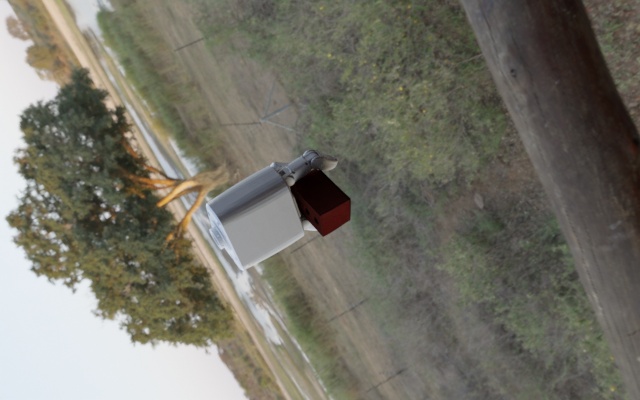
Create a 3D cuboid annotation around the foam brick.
[{"bbox_3d":[0.000,0.002,0.682,0.051,0.053,0.078,-31,55,-19],"label":"foam brick"}]
